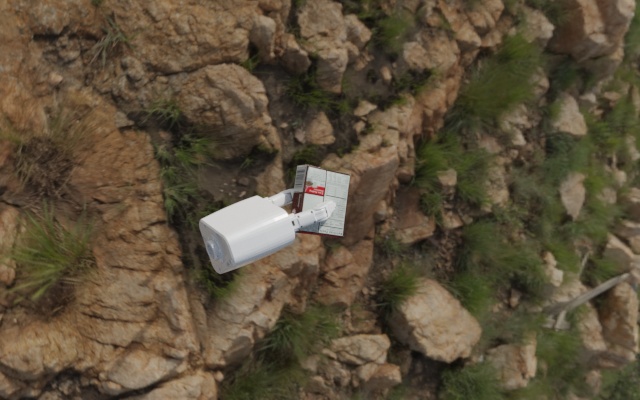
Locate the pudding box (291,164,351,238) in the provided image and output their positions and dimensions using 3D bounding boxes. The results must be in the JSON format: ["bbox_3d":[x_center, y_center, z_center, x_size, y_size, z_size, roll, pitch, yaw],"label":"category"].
[{"bbox_3d":[0.000,0.003,0.802,0.090,0.113,0.039,11,-5,-32],"label":"pudding box"}]
